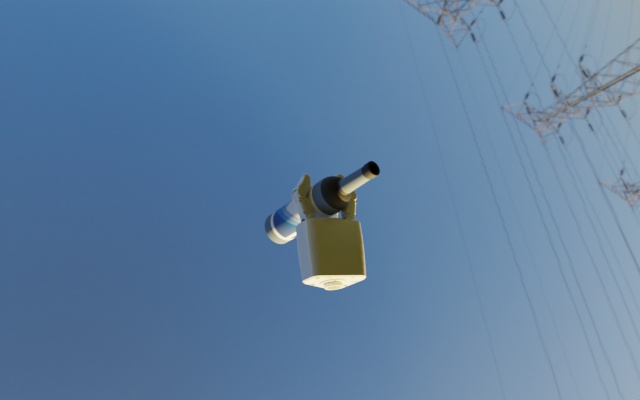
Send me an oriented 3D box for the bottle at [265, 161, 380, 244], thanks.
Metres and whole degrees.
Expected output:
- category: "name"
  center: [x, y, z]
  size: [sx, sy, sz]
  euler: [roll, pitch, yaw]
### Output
- category: "bottle"
  center: [0.000, 0.003, 0.887]
  size: [0.069, 0.069, 0.296]
  euler: [0, -22, -40]
